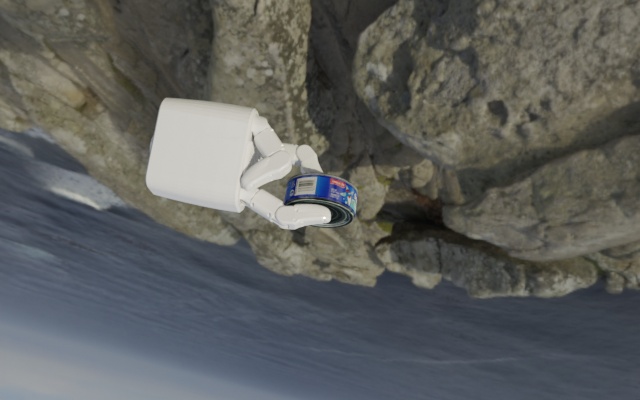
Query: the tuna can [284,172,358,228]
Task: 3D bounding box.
[{"bbox_3d":[0.000,0.002,0.560,0.086,0.033,0.086,7,-24,3],"label":"tuna can"}]
